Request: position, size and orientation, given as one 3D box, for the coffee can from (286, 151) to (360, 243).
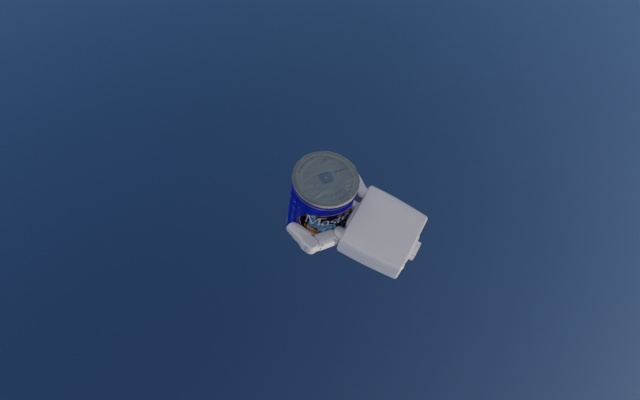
[{"bbox_3d":[0.000,0.002,0.775,0.103,0.102,0.140,0,-32,-9],"label":"coffee can"}]
